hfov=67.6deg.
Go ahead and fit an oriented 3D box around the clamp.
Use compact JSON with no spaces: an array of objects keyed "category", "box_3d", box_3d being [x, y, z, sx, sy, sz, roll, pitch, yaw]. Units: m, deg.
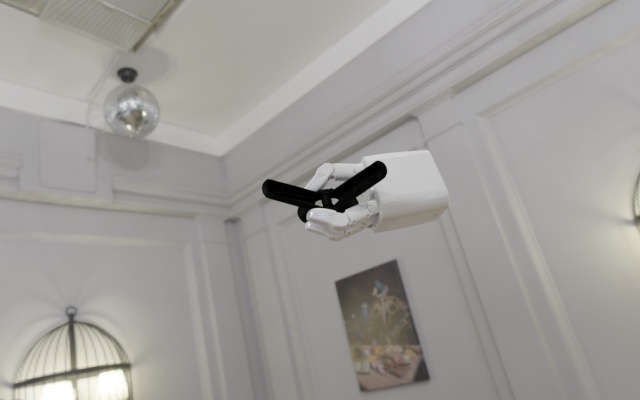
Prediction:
[{"category":"clamp","box_3d":[0.000,0.002,0.702,0.164,0.036,0.210,-6,-20,-6]}]
